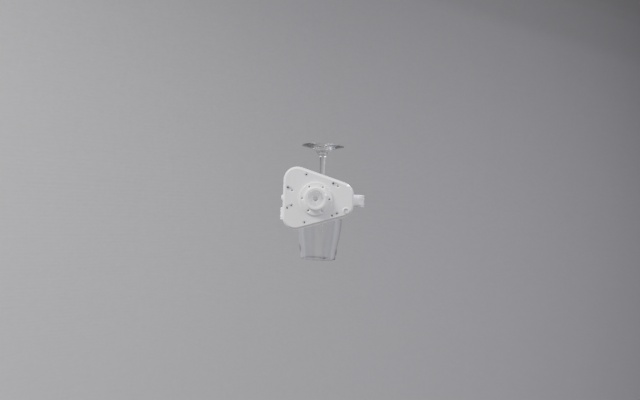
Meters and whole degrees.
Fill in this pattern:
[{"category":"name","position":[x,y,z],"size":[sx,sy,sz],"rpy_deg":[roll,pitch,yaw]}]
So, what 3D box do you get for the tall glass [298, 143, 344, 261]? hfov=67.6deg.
[{"category":"tall glass","position":[0.000,0.002,0.842],"size":[0.079,0.201,0.079],"rpy_deg":[2,0,0]}]
